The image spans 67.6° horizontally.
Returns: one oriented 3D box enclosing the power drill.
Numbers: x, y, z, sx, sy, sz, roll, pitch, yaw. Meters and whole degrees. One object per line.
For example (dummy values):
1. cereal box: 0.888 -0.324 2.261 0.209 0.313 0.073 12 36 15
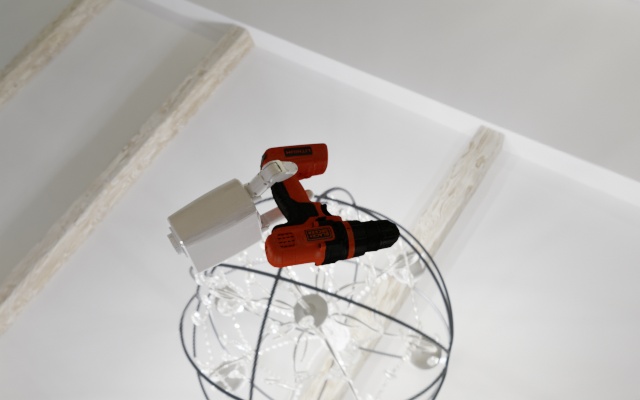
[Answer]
1. power drill: 0.000 0.002 0.665 0.184 0.187 0.057 -6 -40 -18
